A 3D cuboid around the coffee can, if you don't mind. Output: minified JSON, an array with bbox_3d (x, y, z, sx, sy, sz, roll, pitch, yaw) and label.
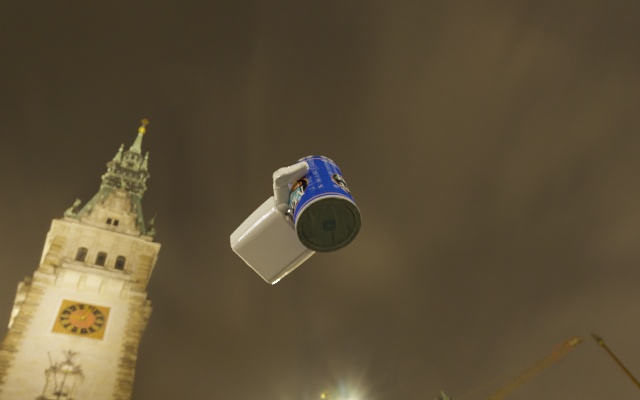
[{"bbox_3d":[0.000,0.002,0.781,0.103,0.103,0.140,0,31,-13],"label":"coffee can"}]
